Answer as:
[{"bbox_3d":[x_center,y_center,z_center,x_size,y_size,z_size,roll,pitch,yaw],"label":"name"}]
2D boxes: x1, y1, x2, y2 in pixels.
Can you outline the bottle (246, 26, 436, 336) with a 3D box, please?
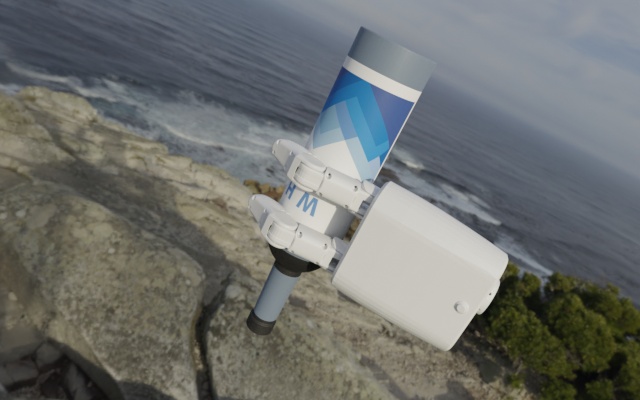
[{"bbox_3d":[0.000,0.001,0.425,0.069,0.296,0.069,23,20,-9],"label":"bottle"}]
